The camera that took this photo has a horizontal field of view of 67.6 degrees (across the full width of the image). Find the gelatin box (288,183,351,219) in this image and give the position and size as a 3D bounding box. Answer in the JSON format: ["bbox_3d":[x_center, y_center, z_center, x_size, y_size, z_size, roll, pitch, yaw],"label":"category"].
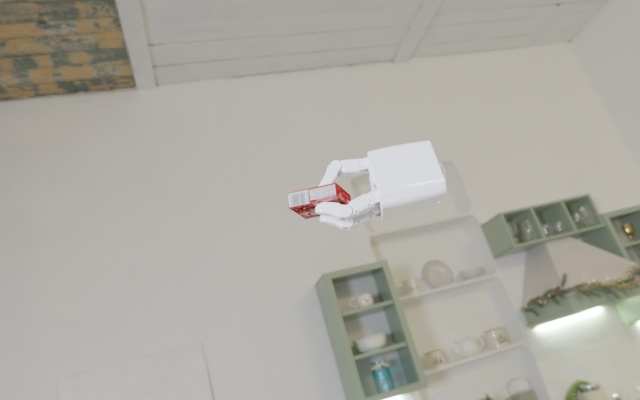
[{"bbox_3d":[0.000,0.002,0.796,0.089,0.030,0.073,-11,-20,18],"label":"gelatin box"}]
